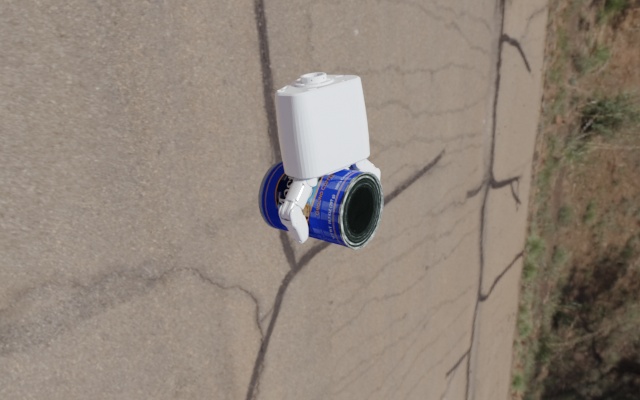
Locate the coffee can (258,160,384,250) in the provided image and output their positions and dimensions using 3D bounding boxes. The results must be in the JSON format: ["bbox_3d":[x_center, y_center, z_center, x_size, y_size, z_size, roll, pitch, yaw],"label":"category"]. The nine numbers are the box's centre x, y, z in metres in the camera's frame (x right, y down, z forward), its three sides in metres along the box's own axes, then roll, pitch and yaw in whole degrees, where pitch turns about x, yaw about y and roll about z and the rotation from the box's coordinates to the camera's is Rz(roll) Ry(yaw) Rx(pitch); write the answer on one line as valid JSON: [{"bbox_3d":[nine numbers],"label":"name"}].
[{"bbox_3d":[0.000,0.002,0.655,0.140,0.103,0.103,12,7,36],"label":"coffee can"}]
